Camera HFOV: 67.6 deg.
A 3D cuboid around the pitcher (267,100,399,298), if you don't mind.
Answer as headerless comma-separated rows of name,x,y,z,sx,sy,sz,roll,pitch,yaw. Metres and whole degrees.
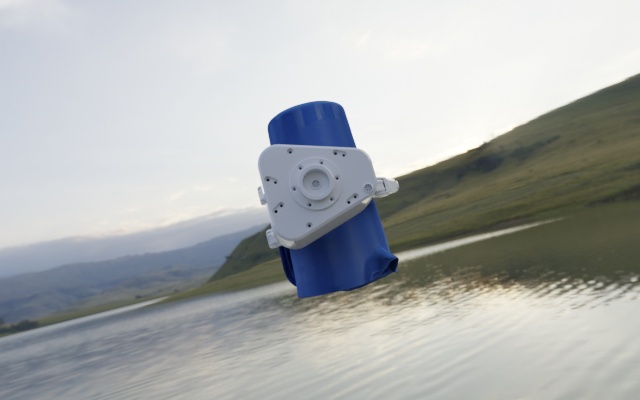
pitcher,0.000,0.002,0.638,0.149,0.243,0.145,-14,-7,-1
